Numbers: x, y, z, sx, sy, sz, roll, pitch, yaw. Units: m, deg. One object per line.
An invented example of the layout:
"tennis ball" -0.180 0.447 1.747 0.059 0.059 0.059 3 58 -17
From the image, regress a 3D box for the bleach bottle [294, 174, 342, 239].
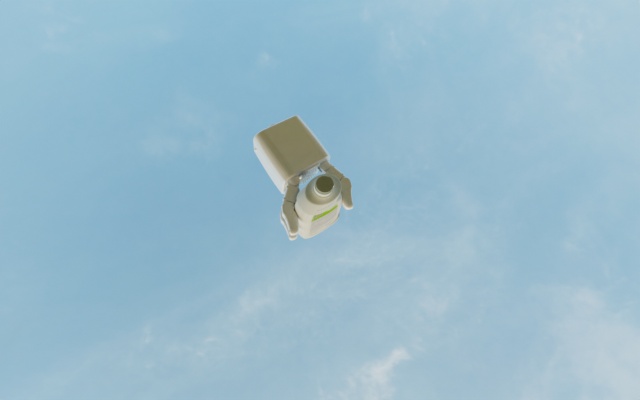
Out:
"bleach bottle" 0.000 0.003 0.862 0.102 0.068 0.251 -34 -9 -14
